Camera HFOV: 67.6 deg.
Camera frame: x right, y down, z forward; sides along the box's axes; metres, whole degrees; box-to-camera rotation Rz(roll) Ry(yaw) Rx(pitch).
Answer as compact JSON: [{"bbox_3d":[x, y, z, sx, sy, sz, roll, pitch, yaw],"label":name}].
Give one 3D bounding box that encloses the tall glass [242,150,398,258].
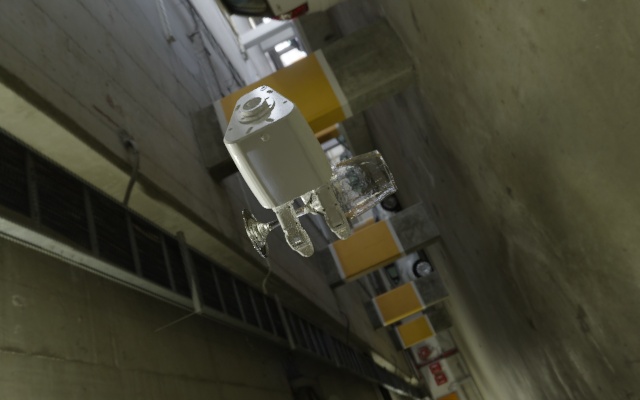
[{"bbox_3d":[0.000,0.002,0.644,0.201,0.079,0.079,-25,-2,5],"label":"tall glass"}]
